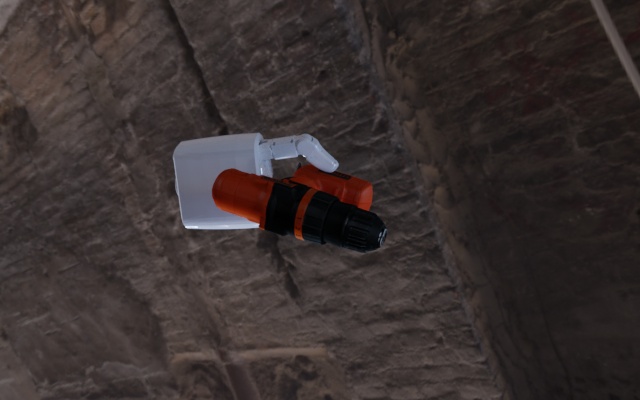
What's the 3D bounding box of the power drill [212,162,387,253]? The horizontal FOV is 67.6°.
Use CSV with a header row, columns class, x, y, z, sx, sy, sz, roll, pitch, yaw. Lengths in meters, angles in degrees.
class,x,y,z,sx,sy,sz,roll,pitch,yaw
power drill,0.000,0.002,0.536,0.184,0.057,0.187,18,11,17
